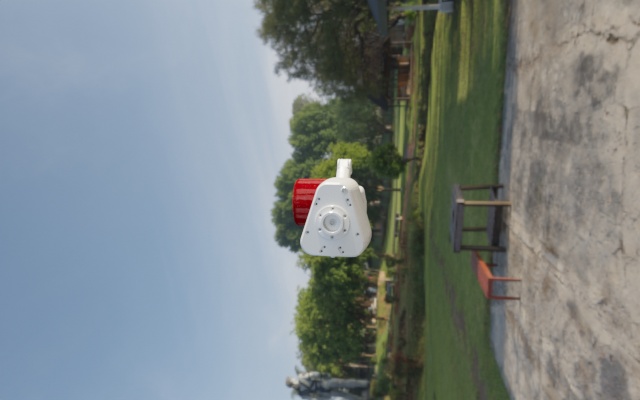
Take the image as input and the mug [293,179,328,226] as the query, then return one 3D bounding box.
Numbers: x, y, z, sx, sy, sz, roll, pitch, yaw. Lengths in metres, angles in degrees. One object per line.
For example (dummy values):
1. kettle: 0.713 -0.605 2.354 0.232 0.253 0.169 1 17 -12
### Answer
1. mug: 0.000 0.003 0.837 0.081 0.093 0.117 1 4 8
